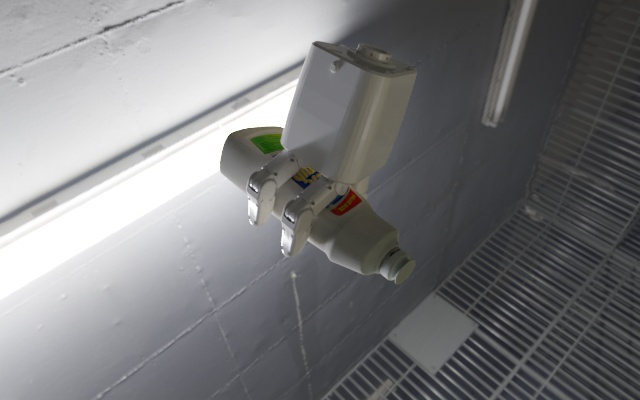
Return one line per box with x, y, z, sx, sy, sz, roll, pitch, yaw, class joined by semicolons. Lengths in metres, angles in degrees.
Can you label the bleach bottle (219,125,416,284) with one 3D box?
0.000;0.002;0.514;0.102;0.068;0.250;-13;40;-46;bleach bottle
